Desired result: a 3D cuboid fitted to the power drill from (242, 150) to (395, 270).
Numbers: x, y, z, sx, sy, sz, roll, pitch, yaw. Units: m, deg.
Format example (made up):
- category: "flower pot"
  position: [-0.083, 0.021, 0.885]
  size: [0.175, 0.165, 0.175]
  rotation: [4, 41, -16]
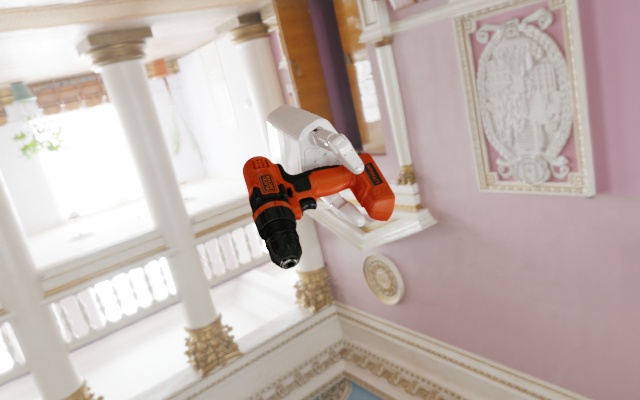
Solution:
- category: "power drill"
  position: [0.000, 0.002, 0.637]
  size: [0.187, 0.184, 0.057]
  rotation: [-7, -41, -19]
